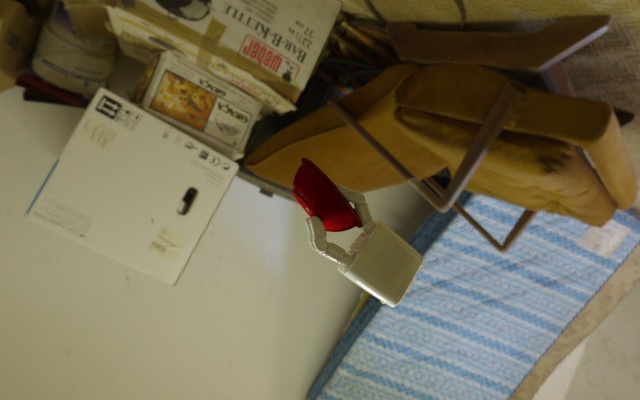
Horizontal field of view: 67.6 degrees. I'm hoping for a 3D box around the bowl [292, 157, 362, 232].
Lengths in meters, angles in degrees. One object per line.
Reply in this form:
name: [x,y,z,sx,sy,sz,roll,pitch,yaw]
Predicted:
bowl: [-0.001,0.002,0.841,0.055,0.162,0.162,-40,6,-7]
